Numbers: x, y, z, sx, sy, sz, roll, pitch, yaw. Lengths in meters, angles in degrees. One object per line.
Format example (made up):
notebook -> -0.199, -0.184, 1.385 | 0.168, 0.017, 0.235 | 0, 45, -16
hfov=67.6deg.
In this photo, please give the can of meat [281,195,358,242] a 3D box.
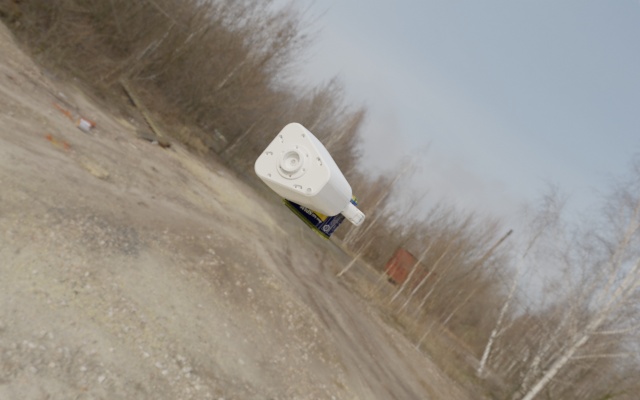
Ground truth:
can of meat -> 0.000, 0.002, 0.787 | 0.102, 0.084, 0.057 | 41, 1, 26
